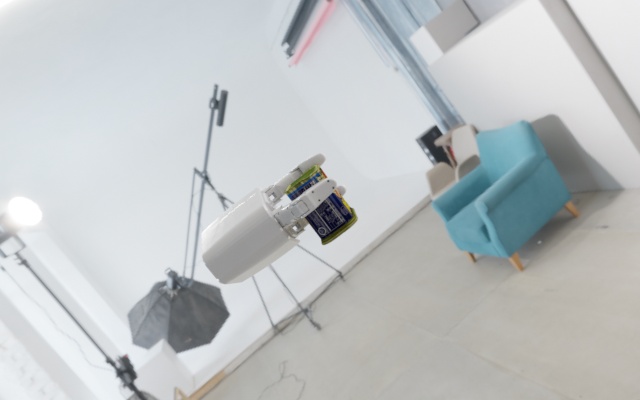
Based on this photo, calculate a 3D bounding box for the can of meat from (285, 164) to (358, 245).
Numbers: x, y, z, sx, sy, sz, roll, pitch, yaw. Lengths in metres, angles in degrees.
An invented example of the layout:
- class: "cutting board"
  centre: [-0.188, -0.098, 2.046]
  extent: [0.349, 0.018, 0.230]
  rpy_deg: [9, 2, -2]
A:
- class: "can of meat"
  centre: [0.000, 0.002, 0.630]
  extent: [0.057, 0.084, 0.102]
  rpy_deg: [-37, 7, 6]
